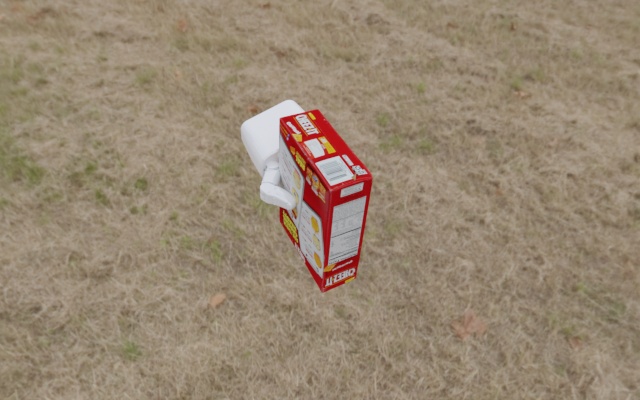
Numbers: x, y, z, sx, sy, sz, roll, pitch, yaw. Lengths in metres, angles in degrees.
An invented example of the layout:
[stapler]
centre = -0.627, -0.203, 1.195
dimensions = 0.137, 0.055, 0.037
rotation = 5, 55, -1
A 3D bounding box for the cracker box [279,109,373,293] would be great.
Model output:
[cracker box]
centre = 0.000, 0.002, 0.699
dimensions = 0.072, 0.214, 0.164
rotation = -18, 48, -20
